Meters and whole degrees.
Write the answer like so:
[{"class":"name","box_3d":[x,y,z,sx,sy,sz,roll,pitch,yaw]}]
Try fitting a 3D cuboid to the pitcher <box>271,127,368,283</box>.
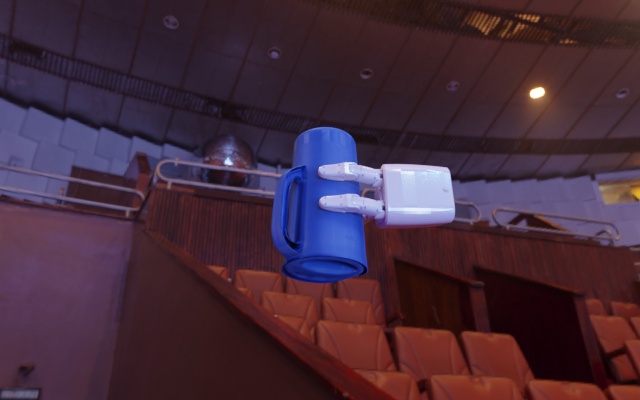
[{"class":"pitcher","box_3d":[0.000,0.003,0.776,0.145,0.242,0.149,0,-26,-1]}]
